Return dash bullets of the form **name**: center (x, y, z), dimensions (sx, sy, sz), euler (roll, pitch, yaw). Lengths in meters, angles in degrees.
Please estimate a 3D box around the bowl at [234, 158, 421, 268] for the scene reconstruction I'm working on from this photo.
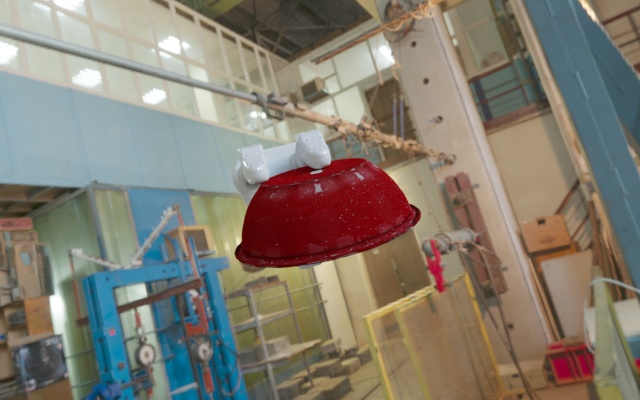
- **bowl**: center (0.001, 0.001, 0.404), dimensions (0.162, 0.055, 0.162), euler (-12, 12, 3)
